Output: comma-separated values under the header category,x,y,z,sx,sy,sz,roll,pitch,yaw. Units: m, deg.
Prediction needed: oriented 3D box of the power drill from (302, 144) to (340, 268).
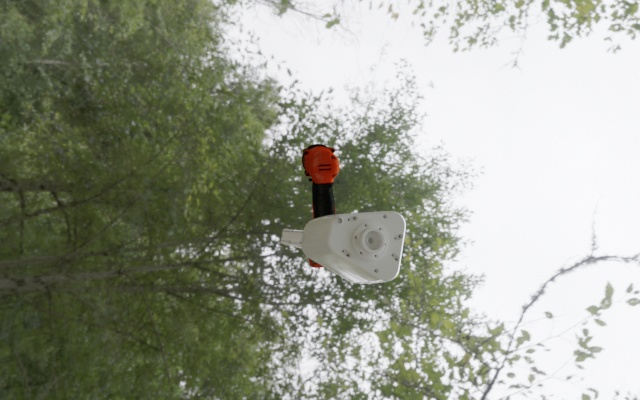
category,x,y,z,sx,sy,sz,roll,pitch,yaw
power drill,0.000,0.003,0.774,0.057,0.188,0.184,-6,11,-3
